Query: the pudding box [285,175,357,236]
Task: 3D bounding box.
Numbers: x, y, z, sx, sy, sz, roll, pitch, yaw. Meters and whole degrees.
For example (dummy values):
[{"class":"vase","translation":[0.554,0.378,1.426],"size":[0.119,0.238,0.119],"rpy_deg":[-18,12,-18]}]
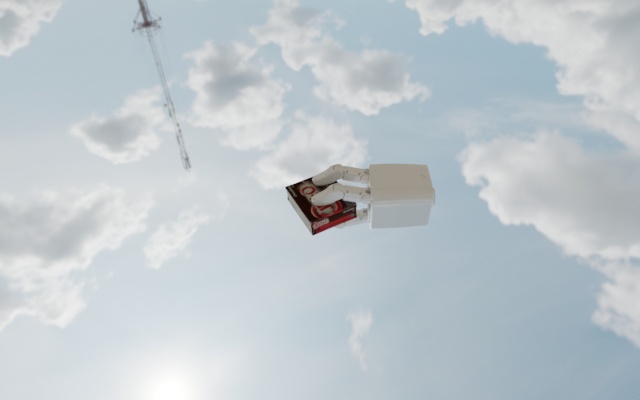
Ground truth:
[{"class":"pudding box","translation":[0.000,0.003,0.855],"size":[0.090,0.039,0.113],"rpy_deg":[-21,42,-18]}]
